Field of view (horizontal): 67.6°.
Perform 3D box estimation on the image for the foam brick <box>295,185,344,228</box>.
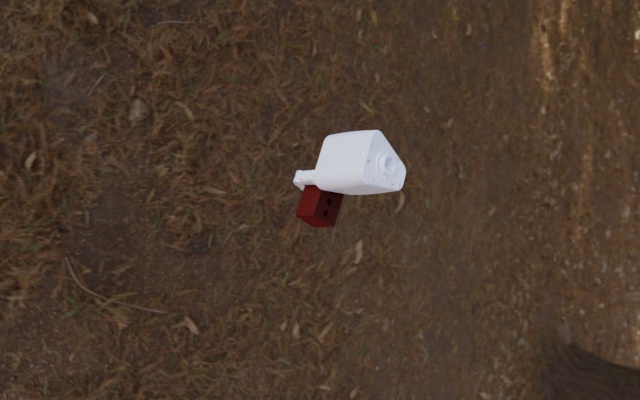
[{"bbox_3d":[0.000,0.003,0.837,0.051,0.078,0.053,-1,-24,46],"label":"foam brick"}]
